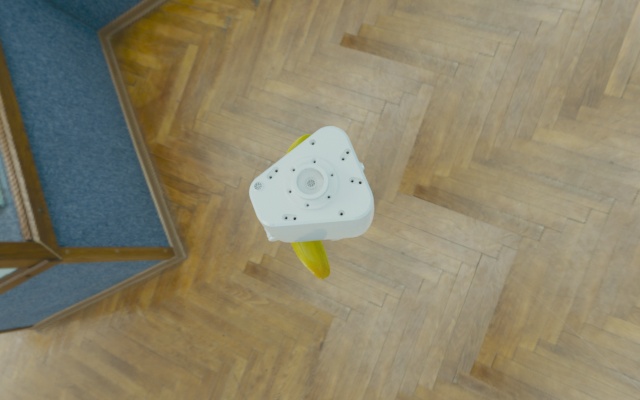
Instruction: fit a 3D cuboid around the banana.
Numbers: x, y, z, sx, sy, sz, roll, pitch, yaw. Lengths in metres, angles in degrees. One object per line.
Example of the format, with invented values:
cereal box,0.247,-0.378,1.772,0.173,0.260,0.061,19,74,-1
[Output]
banana,-0.018,-0.003,0.592,0.069,0.197,0.037,5,-16,-11
